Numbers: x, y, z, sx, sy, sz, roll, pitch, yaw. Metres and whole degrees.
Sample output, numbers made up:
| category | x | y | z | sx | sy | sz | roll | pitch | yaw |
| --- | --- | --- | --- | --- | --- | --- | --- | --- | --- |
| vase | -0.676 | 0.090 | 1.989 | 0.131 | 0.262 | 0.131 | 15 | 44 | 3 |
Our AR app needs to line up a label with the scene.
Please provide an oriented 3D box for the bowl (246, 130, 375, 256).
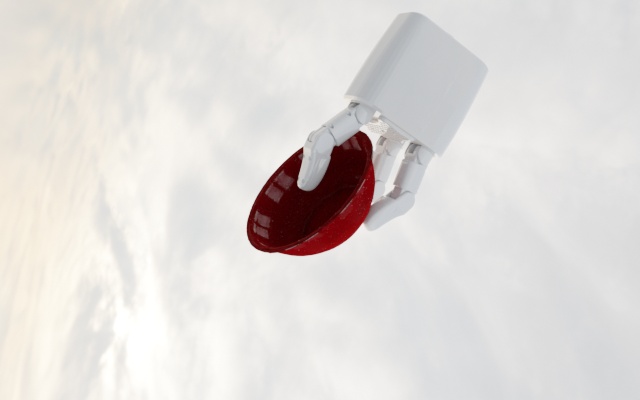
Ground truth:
| category | x | y | z | sx | sy | sz | roll | pitch | yaw |
| --- | --- | --- | --- | --- | --- | --- | --- | --- | --- |
| bowl | -0.001 | 0.003 | 0.498 | 0.162 | 0.162 | 0.055 | 0 | -39 | 49 |
